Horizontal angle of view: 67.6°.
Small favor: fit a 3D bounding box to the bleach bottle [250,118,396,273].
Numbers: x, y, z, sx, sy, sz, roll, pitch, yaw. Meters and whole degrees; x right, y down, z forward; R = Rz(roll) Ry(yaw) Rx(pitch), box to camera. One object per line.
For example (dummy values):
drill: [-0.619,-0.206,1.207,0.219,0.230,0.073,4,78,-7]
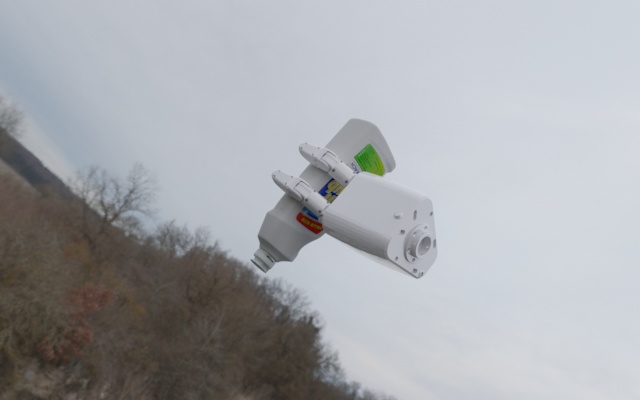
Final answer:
bleach bottle: [0.000,0.002,0.671,0.068,0.250,0.103,24,-24,44]
